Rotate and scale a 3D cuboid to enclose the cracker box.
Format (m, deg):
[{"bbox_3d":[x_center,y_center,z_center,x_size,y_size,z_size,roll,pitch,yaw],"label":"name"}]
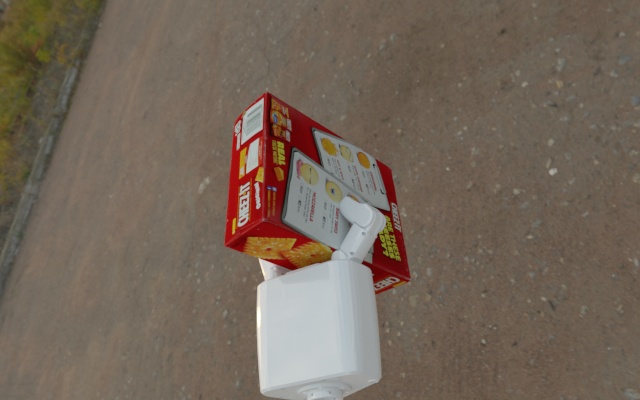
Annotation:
[{"bbox_3d":[0.000,0.002,0.539,0.214,0.164,0.072,26,-44,-37],"label":"cracker box"}]
